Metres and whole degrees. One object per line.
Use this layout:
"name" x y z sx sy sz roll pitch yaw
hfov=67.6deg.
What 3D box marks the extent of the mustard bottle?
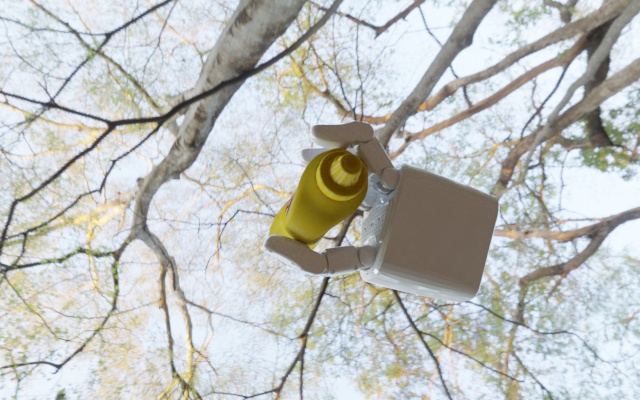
"mustard bottle" 0.000 0.001 0.458 0.058 0.096 0.192 39 -24 -1
